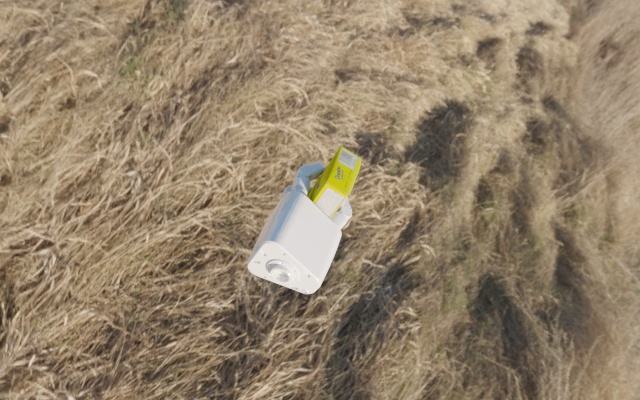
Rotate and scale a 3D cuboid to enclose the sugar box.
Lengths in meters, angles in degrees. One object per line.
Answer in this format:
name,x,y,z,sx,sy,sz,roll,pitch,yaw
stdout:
sugar box,0.000,0.002,0.778,0.048,0.093,0.176,31,-45,-8
